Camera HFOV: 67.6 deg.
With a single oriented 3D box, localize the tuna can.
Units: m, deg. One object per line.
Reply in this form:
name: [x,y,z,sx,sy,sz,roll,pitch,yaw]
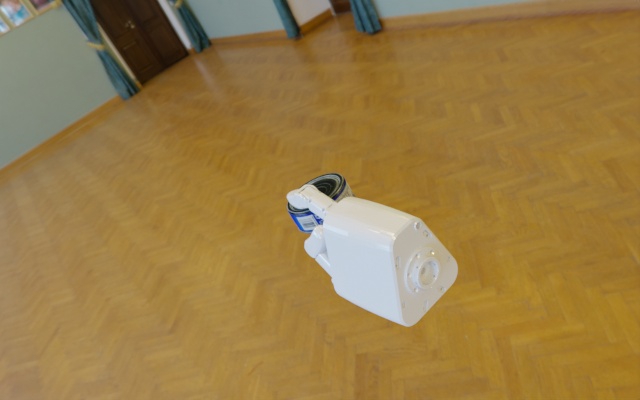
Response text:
tuna can: [0.000,0.002,0.617,0.086,0.034,0.086,-25,27,13]
